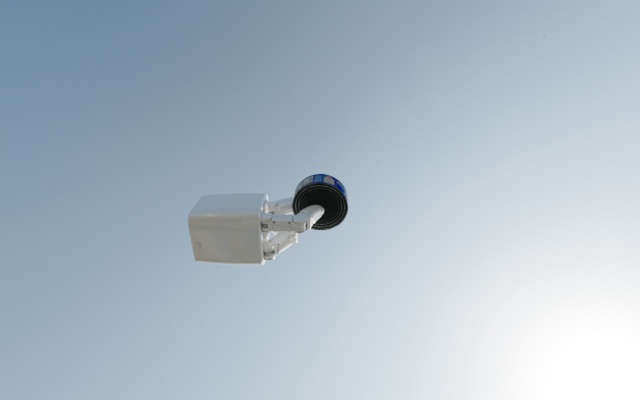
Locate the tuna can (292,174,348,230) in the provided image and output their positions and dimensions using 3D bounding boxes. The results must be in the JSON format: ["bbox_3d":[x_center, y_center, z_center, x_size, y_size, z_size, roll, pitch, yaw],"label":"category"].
[{"bbox_3d":[0.000,0.002,0.741,0.086,0.086,0.033,0,32,3],"label":"tuna can"}]
